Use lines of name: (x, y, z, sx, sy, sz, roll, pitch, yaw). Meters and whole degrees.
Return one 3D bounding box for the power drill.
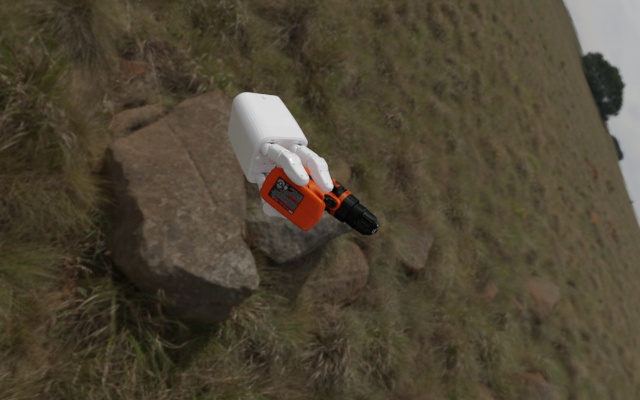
power drill: (0.000, 0.002, 0.771, 0.184, 0.057, 0.187, 36, 13, 16)
